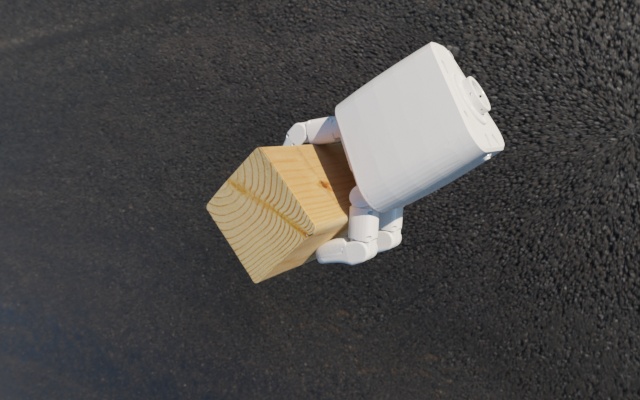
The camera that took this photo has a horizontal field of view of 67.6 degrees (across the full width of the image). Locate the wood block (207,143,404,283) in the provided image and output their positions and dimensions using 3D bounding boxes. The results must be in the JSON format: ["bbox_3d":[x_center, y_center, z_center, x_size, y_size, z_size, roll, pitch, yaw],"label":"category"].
[{"bbox_3d":[0.000,0.001,0.497,0.090,0.091,0.206,-44,-17,29],"label":"wood block"}]
